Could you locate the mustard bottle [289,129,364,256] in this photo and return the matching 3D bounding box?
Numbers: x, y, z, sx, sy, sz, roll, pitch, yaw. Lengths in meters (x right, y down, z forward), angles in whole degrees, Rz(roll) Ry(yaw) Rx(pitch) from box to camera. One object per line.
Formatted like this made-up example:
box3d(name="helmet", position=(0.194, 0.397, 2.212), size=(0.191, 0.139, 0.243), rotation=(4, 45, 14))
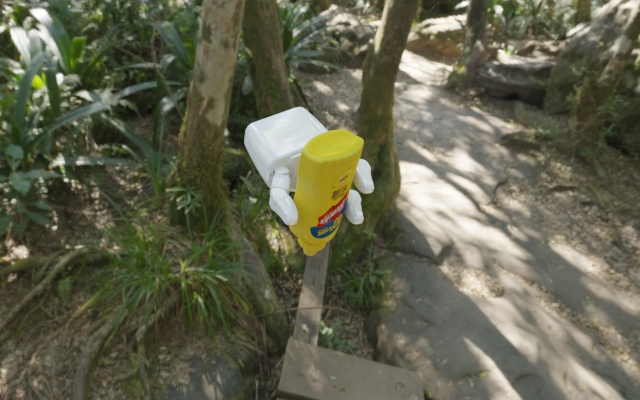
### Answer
box3d(name="mustard bottle", position=(0.000, 0.002, 0.652), size=(0.058, 0.192, 0.096), rotation=(33, 41, 23))
